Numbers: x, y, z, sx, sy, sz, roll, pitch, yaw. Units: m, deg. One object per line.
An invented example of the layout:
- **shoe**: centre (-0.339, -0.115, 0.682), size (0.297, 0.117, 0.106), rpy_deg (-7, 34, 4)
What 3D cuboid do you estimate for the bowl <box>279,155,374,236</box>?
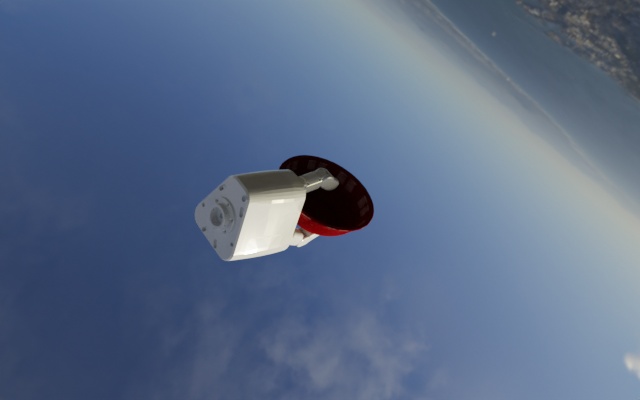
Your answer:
- **bowl**: centre (0.001, 0.003, 0.745), size (0.162, 0.162, 0.055), rpy_deg (0, -44, -34)
